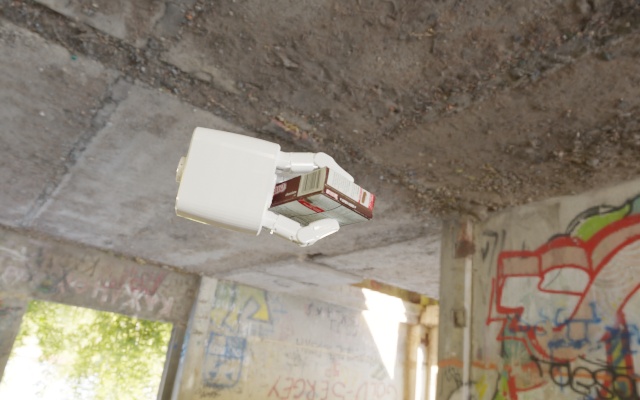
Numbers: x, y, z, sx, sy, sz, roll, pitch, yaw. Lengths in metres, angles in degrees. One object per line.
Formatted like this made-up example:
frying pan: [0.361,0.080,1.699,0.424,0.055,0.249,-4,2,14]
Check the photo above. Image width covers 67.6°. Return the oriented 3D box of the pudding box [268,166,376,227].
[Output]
pudding box: [0.000,0.002,0.618,0.090,0.039,0.113,28,-26,-34]
